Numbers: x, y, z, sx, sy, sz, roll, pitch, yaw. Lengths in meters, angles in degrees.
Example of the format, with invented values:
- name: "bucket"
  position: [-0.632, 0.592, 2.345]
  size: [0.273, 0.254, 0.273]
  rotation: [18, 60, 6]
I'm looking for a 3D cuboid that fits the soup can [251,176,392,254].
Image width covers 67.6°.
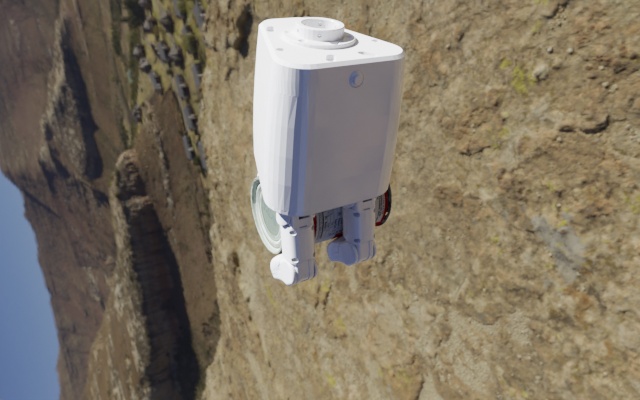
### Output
- name: "soup can"
  position: [0.000, 0.002, 0.409]
  size: [0.102, 0.068, 0.068]
  rotation: [-14, 6, -26]
